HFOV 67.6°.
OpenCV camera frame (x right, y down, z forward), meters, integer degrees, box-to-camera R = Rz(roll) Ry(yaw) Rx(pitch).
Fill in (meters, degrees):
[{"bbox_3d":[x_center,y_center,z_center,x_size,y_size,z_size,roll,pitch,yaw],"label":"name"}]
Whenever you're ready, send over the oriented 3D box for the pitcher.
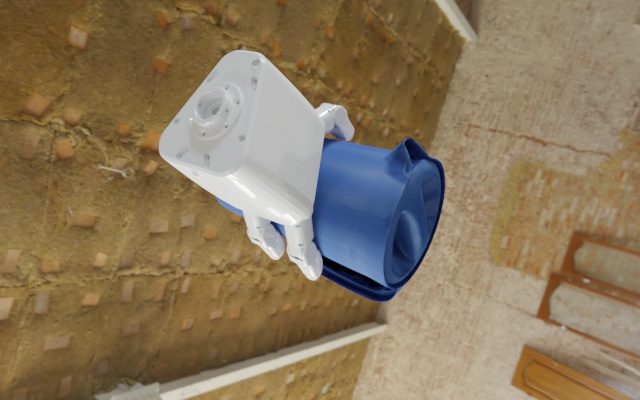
[{"bbox_3d":[0.000,0.002,0.524,0.243,0.149,0.145,19,-11,31],"label":"pitcher"}]
